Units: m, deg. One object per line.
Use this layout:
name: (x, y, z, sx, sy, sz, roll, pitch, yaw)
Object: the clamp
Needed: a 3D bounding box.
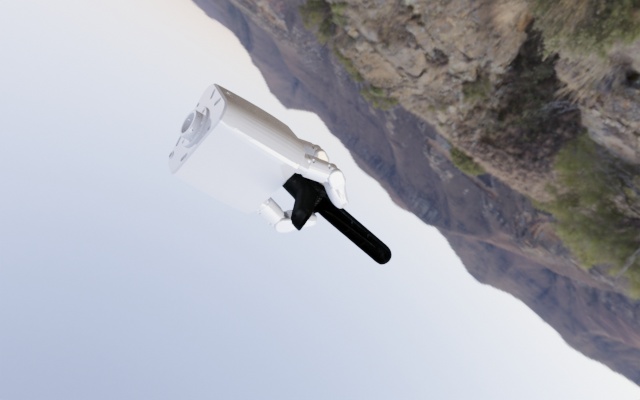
clamp: (-0.001, 0.002, 0.624, 0.165, 0.036, 0.210, 30, 15, -35)
